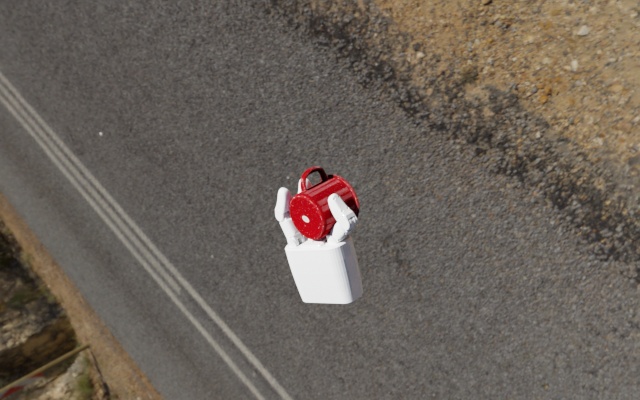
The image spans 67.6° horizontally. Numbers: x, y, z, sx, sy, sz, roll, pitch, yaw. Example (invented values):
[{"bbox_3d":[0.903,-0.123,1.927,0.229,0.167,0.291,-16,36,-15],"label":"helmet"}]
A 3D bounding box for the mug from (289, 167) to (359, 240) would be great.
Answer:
[{"bbox_3d":[0.000,0.001,0.787,0.081,0.117,0.093,-28,18,-39],"label":"mug"}]
